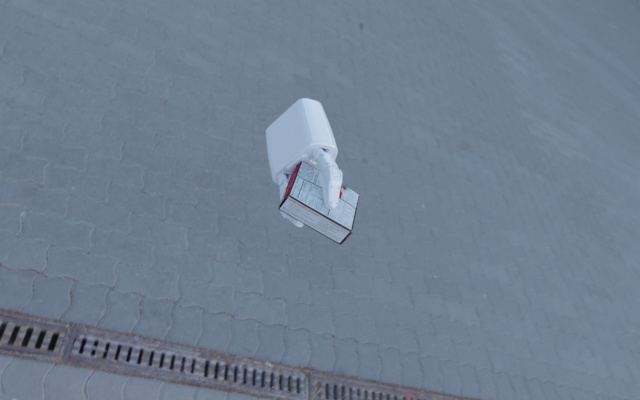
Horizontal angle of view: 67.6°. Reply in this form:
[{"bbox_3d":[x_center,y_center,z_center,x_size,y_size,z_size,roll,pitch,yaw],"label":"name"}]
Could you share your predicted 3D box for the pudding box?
[{"bbox_3d":[0.000,0.002,0.722,0.113,0.090,0.039,29,-49,-10],"label":"pudding box"}]
